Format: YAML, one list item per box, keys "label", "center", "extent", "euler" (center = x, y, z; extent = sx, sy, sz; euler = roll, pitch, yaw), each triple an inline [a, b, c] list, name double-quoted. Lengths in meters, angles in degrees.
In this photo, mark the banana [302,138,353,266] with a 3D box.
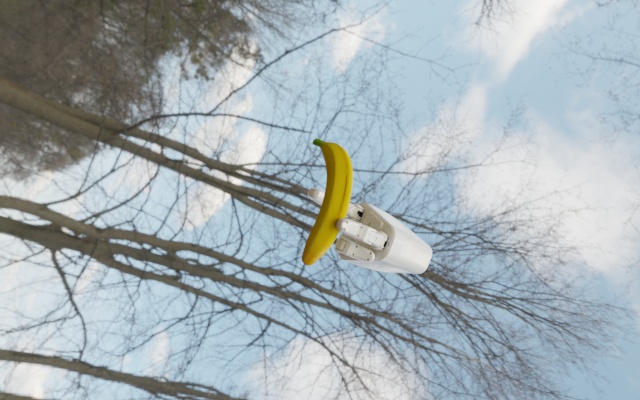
- label: "banana"
  center: [0.013, -0.005, 0.680]
  extent: [0.037, 0.197, 0.069]
  euler: [25, -28, -38]
